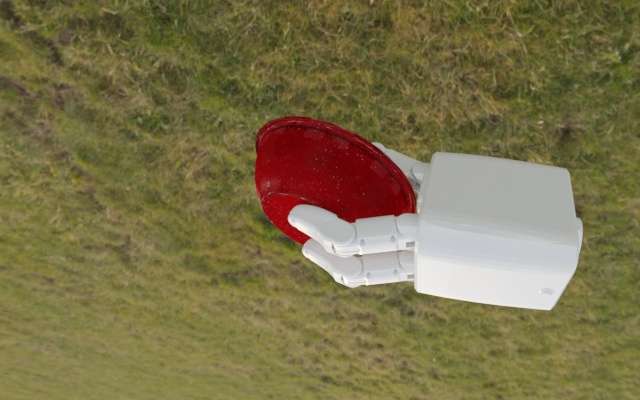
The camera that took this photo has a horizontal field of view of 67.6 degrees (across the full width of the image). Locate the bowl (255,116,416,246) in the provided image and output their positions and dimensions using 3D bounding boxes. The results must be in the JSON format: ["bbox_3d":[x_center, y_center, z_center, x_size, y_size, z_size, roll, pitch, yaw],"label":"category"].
[{"bbox_3d":[-0.001,0.002,0.429,0.162,0.055,0.162,23,-28,13],"label":"bowl"}]
